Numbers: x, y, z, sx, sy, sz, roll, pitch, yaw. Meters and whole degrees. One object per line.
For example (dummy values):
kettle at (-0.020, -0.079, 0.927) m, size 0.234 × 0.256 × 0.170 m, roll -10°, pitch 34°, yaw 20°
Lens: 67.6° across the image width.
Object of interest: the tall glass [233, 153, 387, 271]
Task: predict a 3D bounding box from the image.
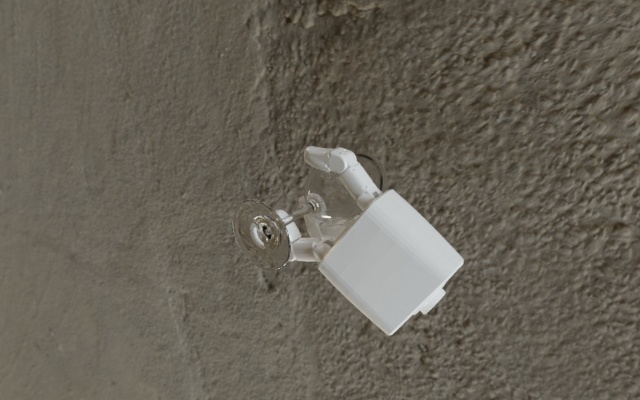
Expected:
tall glass at (0.000, 0.002, 0.533) m, size 0.079 × 0.079 × 0.201 m, roll 0°, pitch 20°, yaw 38°
